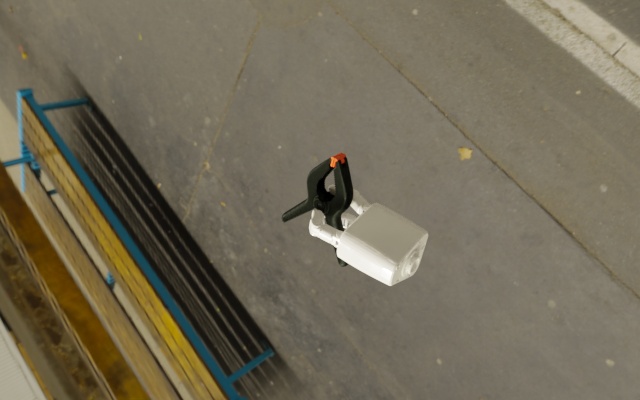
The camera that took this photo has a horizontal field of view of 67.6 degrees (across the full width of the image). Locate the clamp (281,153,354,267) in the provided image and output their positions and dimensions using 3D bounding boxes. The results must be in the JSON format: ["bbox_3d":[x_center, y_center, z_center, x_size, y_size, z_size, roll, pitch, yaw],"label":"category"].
[{"bbox_3d":[0.000,0.003,0.863,0.164,0.210,0.036,28,37,27],"label":"clamp"}]
